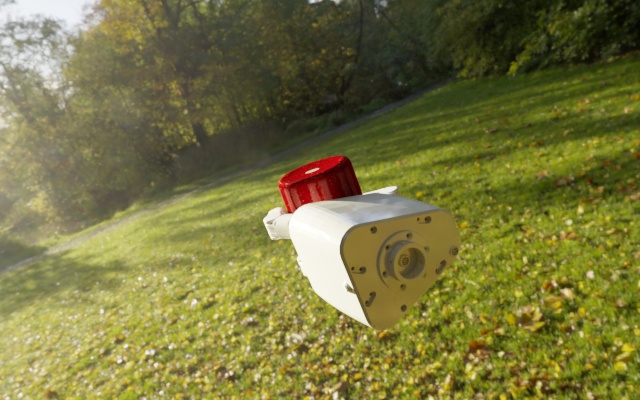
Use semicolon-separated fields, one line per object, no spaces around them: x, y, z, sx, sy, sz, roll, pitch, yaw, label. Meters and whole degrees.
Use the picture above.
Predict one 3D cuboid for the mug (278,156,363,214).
-0.001;0.001;0.524;0.093;0.081;0.117;-26;16;-21;mug
